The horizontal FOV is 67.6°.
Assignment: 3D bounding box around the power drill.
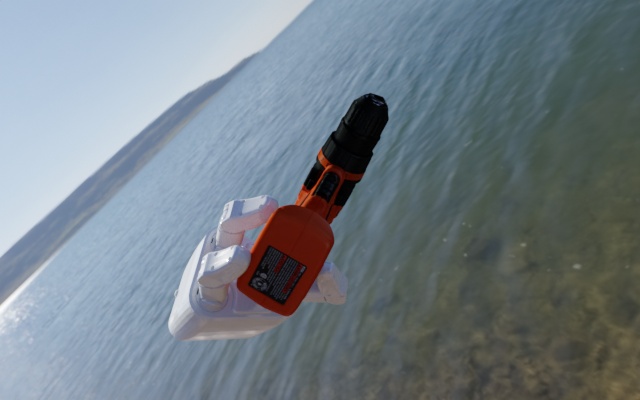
[{"bbox_3d":[0.000,0.002,0.444,0.057,0.184,0.187,29,32,2],"label":"power drill"}]
